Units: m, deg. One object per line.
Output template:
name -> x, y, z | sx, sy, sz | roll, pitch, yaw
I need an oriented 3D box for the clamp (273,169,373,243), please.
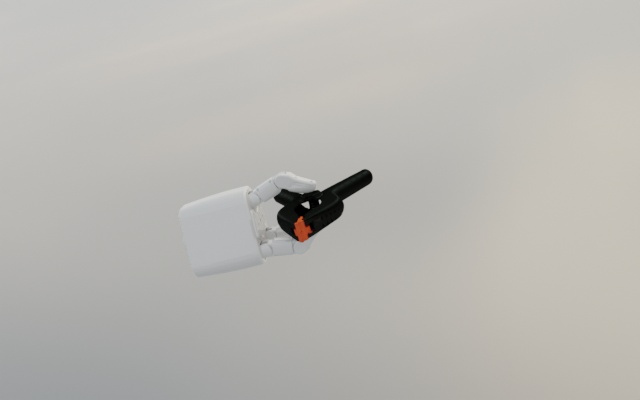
clamp -> 0.000, 0.002, 0.687 | 0.164, 0.036, 0.210 | -15, 16, 6
